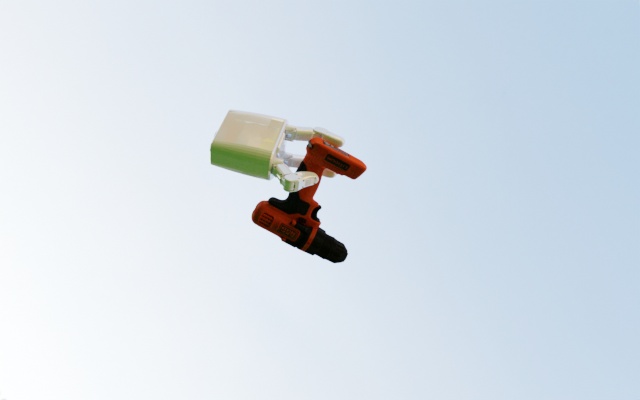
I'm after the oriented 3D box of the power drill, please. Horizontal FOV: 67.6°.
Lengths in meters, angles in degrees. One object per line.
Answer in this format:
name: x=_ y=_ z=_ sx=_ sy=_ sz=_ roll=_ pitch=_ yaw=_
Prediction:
power drill: x=0.000 y=0.002 z=0.813 sx=0.184 sy=0.188 sz=0.057 roll=28 pitch=14 yaw=-13
